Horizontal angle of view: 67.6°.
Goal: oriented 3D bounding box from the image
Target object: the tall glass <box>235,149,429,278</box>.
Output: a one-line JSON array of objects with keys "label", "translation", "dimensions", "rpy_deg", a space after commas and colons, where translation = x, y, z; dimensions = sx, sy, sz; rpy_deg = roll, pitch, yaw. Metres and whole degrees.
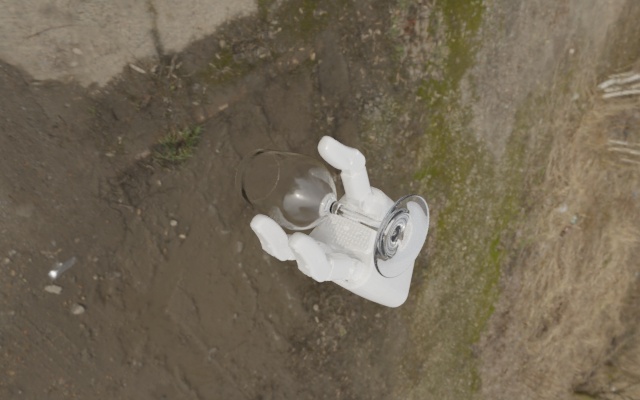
[{"label": "tall glass", "translation": [0.001, 0.002, 0.462], "dimensions": [0.201, 0.079, 0.079], "rpy_deg": [23, 15, 41]}]
